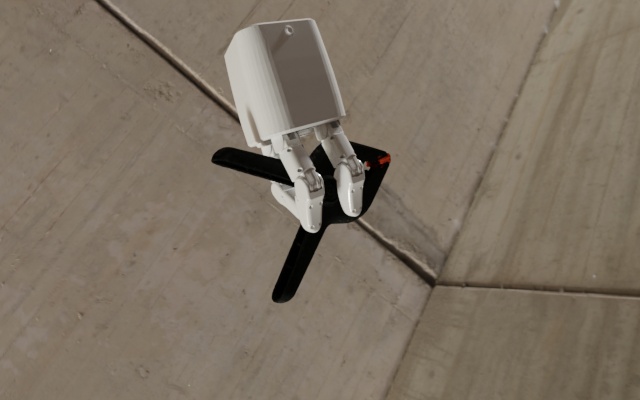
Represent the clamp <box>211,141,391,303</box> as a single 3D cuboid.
[{"bbox_3d":[0.000,0.001,0.515,0.210,0.164,0.036,-21,10,-34],"label":"clamp"}]
